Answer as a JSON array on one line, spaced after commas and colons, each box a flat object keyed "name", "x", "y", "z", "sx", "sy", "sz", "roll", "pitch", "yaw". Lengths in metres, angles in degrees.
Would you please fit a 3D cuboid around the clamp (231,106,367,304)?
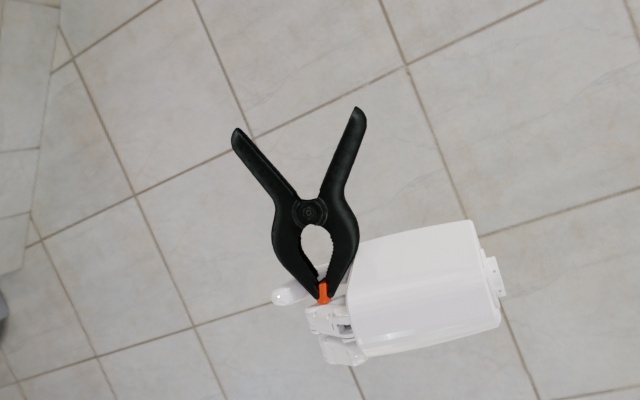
[{"name": "clamp", "x": 0.000, "y": 0.002, "z": 0.421, "sx": 0.120, "sy": 0.171, "sz": 0.039, "roll": -17, "pitch": 5, "yaw": 14}]
